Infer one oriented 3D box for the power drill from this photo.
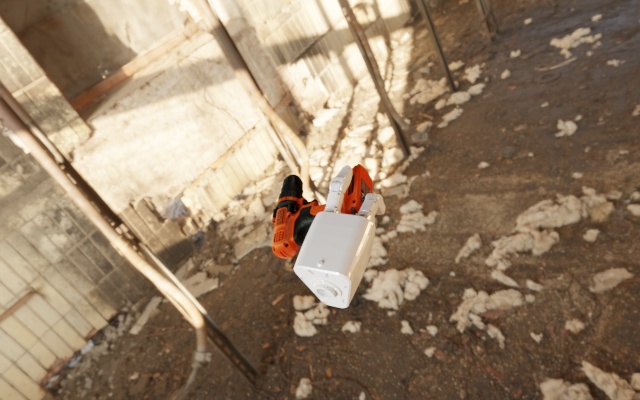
[{"bbox_3d":[0.000,0.003,0.848,0.188,0.184,0.057,-22,-45,27],"label":"power drill"}]
